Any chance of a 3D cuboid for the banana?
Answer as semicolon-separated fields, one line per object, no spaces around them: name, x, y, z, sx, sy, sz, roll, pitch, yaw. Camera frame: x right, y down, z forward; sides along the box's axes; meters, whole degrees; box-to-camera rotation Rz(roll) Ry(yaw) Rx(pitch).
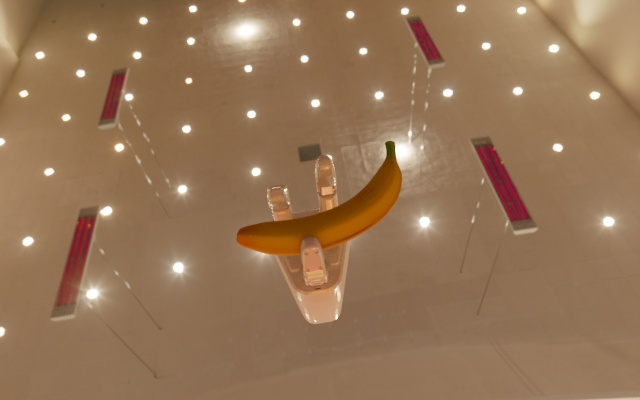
banana;0.013;0.014;0.493;0.198;0.069;0.037;-30;-26;-13
